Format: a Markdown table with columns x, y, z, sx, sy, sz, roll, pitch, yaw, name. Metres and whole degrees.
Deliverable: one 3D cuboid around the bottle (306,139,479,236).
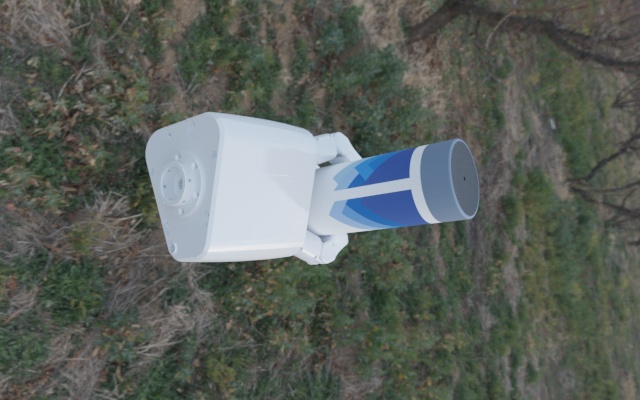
| x | y | z | sx | sy | sz | roll | pitch | yaw | name |
| --- | --- | --- | --- | --- | --- | --- | --- | --- | --- |
| 0.000 | 0.002 | 0.474 | 0.296 | 0.069 | 0.069 | -9 | -6 | 36 | bottle |
